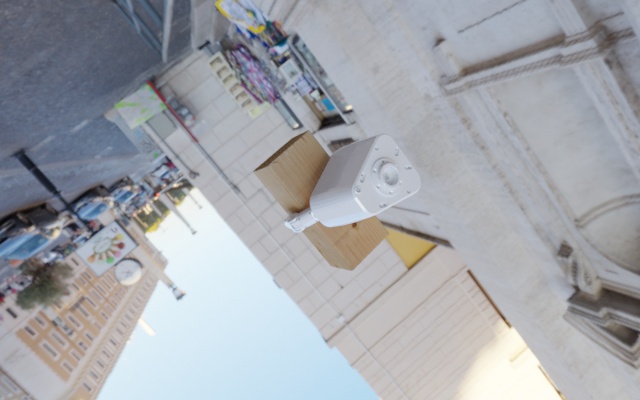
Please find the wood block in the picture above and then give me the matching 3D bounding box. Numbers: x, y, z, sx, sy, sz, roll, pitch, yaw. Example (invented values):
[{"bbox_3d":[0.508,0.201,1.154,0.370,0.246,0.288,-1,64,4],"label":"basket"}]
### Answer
[{"bbox_3d":[0.000,0.003,0.755,0.091,0.206,0.090,-42,13,-17],"label":"wood block"}]
